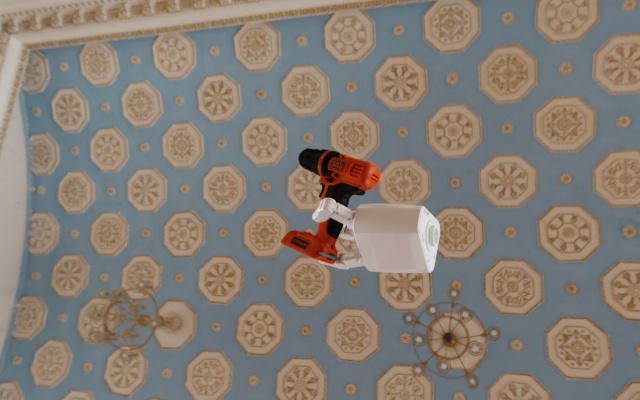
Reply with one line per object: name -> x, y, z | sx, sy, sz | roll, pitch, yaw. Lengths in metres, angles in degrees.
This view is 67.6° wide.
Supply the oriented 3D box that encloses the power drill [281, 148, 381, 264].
power drill -> 0.000, 0.003, 0.829 | 0.057, 0.187, 0.184 | 23, -2, -44
